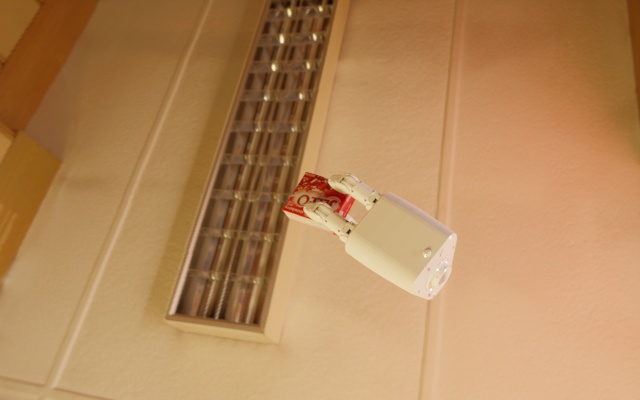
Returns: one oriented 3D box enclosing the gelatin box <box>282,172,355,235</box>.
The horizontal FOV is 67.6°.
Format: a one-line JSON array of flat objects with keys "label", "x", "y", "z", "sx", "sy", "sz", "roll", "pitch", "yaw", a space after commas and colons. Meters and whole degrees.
[{"label": "gelatin box", "x": 0.000, "y": 0.002, "z": 0.701, "sx": 0.089, "sy": 0.073, "sz": 0.030, "roll": 17, "pitch": -24, "yaw": 31}]
